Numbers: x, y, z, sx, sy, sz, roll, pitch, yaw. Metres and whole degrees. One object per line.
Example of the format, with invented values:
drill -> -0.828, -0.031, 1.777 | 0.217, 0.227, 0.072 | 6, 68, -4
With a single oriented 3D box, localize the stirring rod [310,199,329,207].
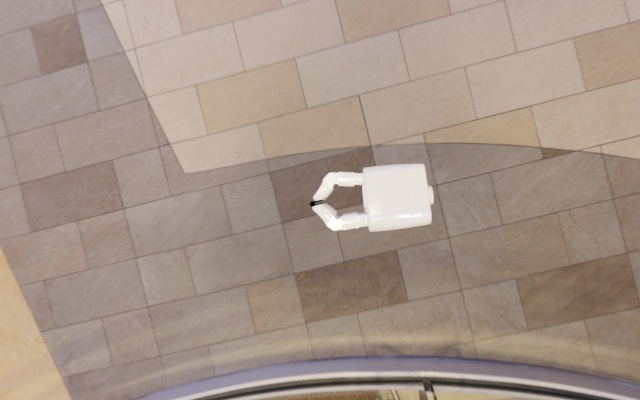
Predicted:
stirring rod -> 0.000, 0.003, 0.822 | 0.011, 0.011, 0.239 | 0, 1, 6
